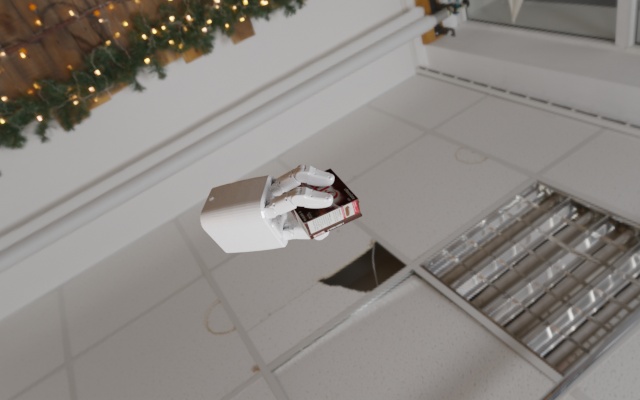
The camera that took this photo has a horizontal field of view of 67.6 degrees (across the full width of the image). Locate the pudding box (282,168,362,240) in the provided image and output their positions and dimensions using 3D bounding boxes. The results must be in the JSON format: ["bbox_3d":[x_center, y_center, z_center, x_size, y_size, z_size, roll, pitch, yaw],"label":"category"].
[{"bbox_3d":[0.000,0.003,0.737,0.090,0.039,0.113,-25,37,-10],"label":"pudding box"}]
